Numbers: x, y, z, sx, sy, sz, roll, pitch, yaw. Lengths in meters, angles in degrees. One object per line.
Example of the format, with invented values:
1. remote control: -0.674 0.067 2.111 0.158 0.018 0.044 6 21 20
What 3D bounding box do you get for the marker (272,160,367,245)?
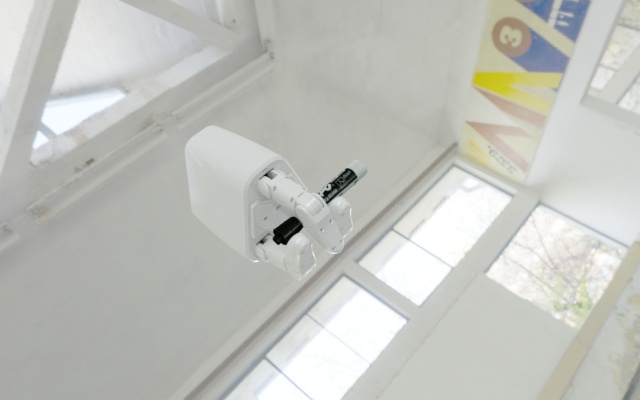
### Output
1. marker: 0.000 0.002 0.456 0.121 0.020 0.020 -41 21 -27
